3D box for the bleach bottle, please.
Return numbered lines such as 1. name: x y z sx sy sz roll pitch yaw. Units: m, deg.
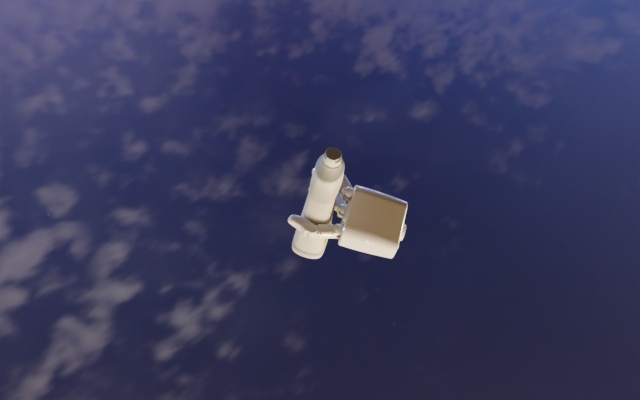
1. bleach bottle: 0.000 0.003 0.891 0.068 0.102 0.251 16 -38 1
